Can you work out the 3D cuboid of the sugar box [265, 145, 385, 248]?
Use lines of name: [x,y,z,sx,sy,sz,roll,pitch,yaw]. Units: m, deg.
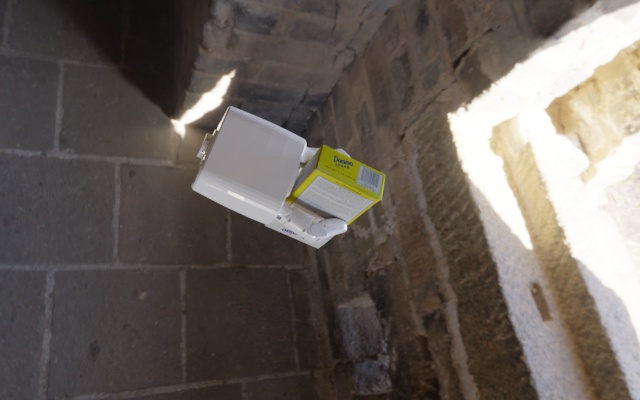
sugar box: [0.000,0.002,0.640,0.093,0.048,0.176,25,-32,-16]
